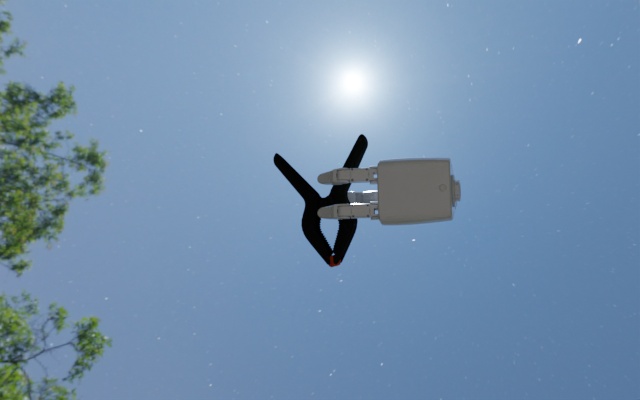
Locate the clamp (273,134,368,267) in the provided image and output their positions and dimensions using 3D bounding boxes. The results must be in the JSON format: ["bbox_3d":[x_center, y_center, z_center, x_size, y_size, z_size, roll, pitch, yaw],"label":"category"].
[{"bbox_3d":[0.001,0.003,0.781,0.164,0.210,0.036,-3,-4,21],"label":"clamp"}]
